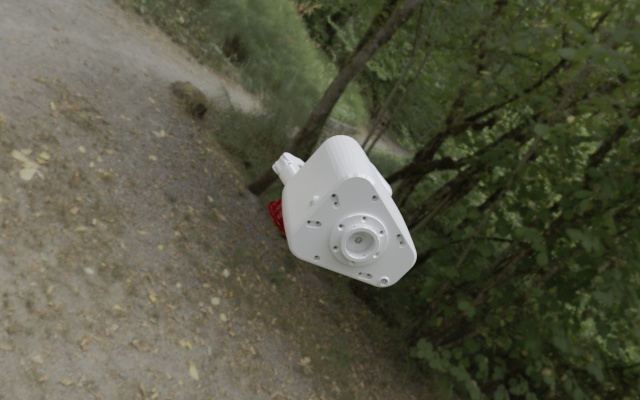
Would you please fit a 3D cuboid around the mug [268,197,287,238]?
[{"bbox_3d":[0.000,0.001,0.556,0.093,0.081,0.117,38,15,-20],"label":"mug"}]
